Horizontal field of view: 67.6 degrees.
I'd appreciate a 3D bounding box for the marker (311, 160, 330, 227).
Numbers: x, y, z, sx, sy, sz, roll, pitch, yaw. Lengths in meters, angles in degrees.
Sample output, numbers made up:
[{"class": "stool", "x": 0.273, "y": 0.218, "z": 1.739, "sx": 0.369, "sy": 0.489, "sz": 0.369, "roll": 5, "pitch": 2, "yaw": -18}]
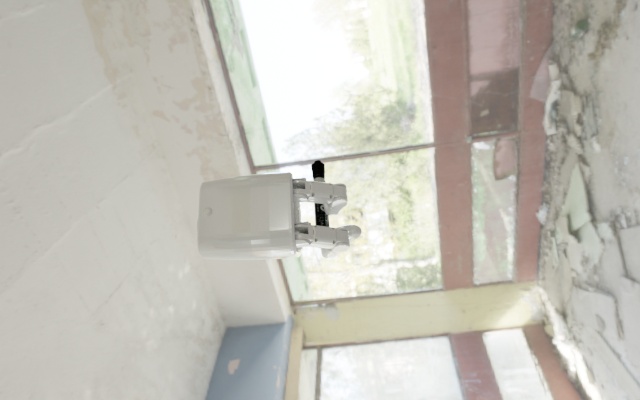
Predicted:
[{"class": "marker", "x": 0.000, "y": 0.002, "z": 0.612, "sx": 0.020, "sy": 0.121, "sz": 0.020, "roll": -3, "pitch": -26, "yaw": -2}]
